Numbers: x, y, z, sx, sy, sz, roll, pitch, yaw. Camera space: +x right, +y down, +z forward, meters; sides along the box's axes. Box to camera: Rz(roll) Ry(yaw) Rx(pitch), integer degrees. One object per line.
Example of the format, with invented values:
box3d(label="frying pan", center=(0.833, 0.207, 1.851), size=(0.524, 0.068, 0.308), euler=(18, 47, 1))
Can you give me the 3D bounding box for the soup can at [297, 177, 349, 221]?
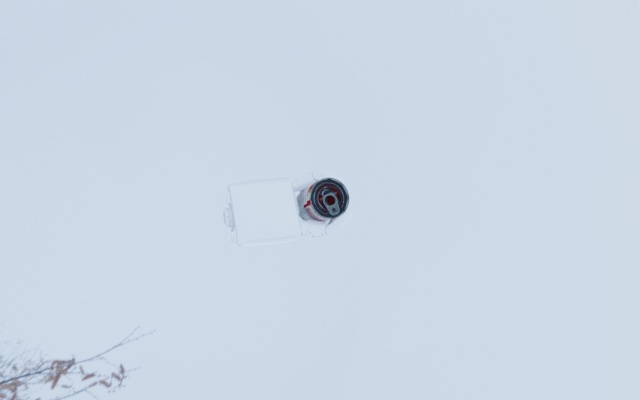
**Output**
box3d(label="soup can", center=(0.001, 0.003, 0.822), size=(0.068, 0.068, 0.102), euler=(0, -8, -18))
